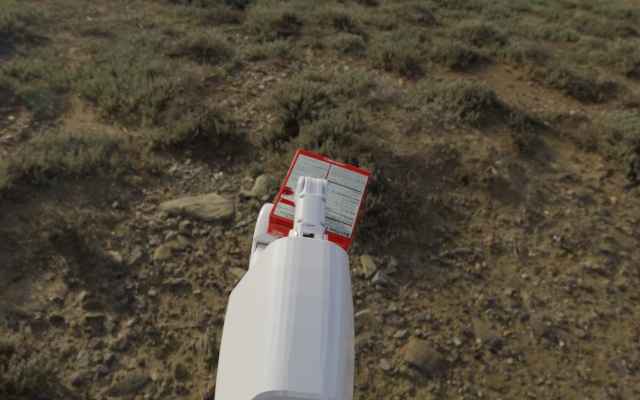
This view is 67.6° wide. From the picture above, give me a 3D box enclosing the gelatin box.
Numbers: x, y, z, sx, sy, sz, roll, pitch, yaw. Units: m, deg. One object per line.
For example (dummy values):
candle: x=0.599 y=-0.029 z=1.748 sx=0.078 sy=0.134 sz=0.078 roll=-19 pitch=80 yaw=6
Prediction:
gelatin box: x=0.000 y=0.001 z=0.434 sx=0.073 sy=0.089 sz=0.030 roll=18 pitch=-39 yaw=2
